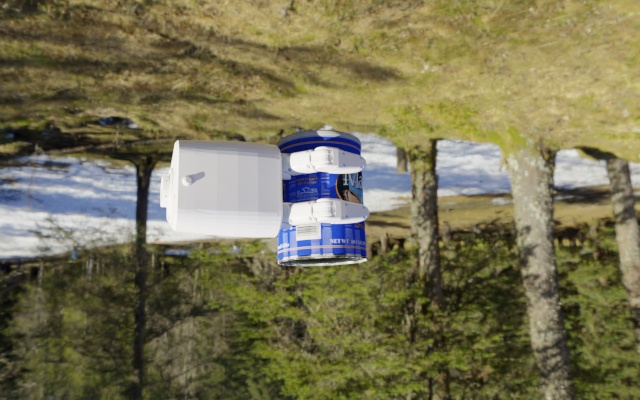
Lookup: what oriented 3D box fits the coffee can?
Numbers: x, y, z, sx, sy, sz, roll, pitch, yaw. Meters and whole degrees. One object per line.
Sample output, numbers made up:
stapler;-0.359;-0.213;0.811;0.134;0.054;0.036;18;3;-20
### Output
coffee can;0.000;0.002;0.557;0.103;0.140;0.103;-2;-12;0
